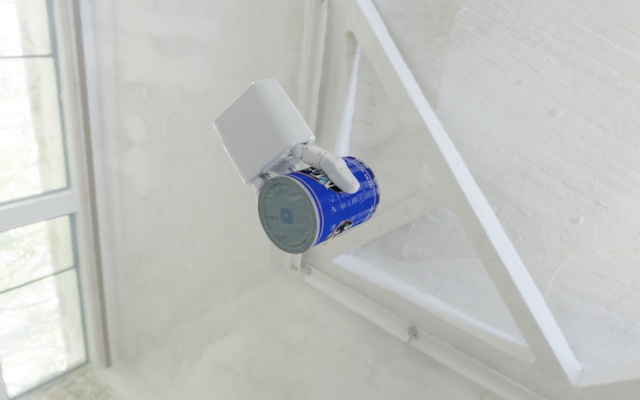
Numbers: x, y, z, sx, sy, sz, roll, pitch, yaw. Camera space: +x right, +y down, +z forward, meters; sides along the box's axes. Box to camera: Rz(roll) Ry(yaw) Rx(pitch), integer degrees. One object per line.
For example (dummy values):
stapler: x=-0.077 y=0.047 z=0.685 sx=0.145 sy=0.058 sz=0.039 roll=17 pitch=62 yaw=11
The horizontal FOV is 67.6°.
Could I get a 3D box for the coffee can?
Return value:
coffee can: x=0.000 y=0.002 z=0.652 sx=0.103 sy=0.103 sz=0.140 roll=0 pitch=14 yaw=41
